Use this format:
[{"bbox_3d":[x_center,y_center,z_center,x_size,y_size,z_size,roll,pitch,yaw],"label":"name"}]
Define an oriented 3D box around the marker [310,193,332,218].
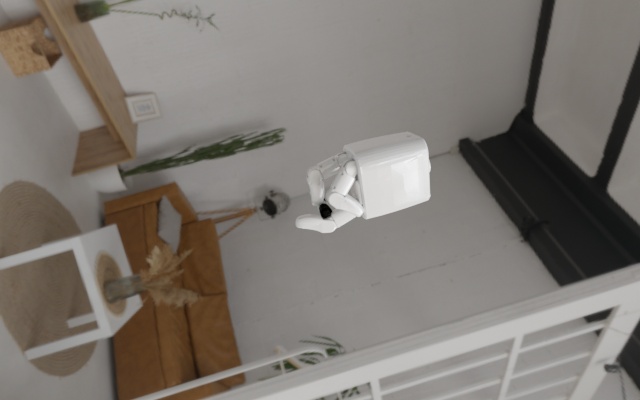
[{"bbox_3d":[0.000,0.003,0.773,0.020,0.020,0.121,0,16,-10],"label":"marker"}]
